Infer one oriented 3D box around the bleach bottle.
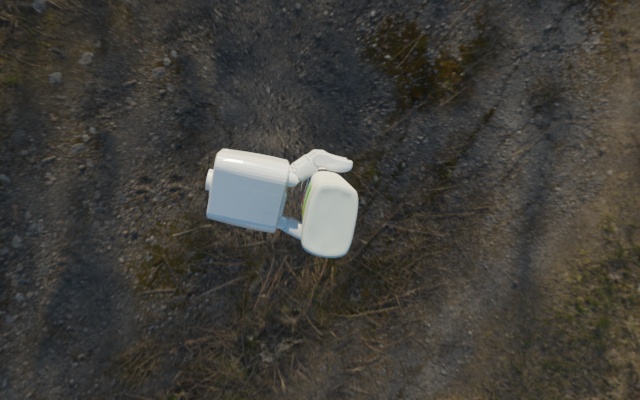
[{"bbox_3d":[0.000,0.002,0.729,0.068,0.102,0.250,10,9,-8],"label":"bleach bottle"}]
